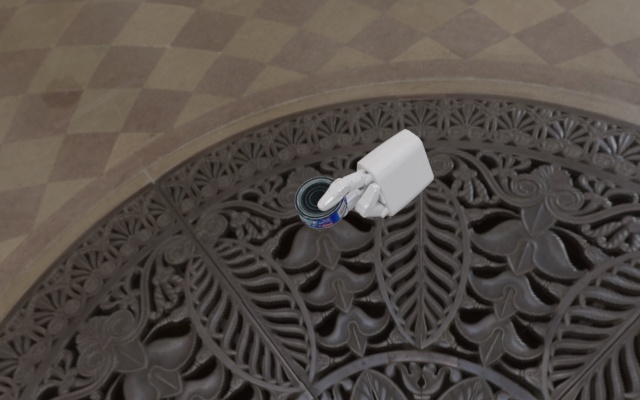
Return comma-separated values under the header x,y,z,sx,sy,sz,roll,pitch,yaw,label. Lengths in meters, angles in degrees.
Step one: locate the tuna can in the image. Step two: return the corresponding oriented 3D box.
x,y,z,sx,sy,sz,roll,pitch,yaw,label
0.000,0.002,0.804,0.086,0.086,0.034,0,-30,16,tuna can
